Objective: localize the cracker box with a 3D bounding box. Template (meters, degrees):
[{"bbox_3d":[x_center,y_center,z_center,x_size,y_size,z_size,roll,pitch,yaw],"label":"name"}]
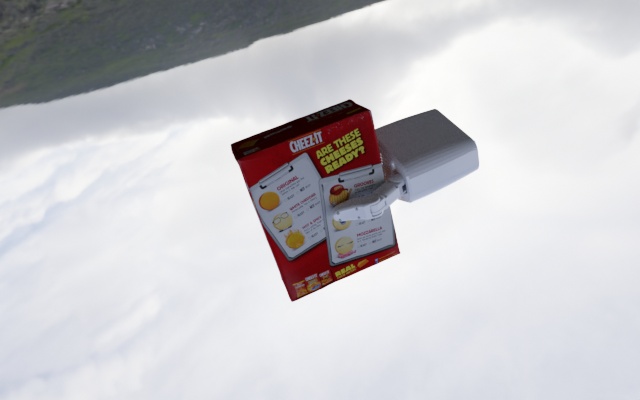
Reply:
[{"bbox_3d":[0.000,0.002,0.607,0.164,0.214,0.072,-22,30,-10],"label":"cracker box"}]
